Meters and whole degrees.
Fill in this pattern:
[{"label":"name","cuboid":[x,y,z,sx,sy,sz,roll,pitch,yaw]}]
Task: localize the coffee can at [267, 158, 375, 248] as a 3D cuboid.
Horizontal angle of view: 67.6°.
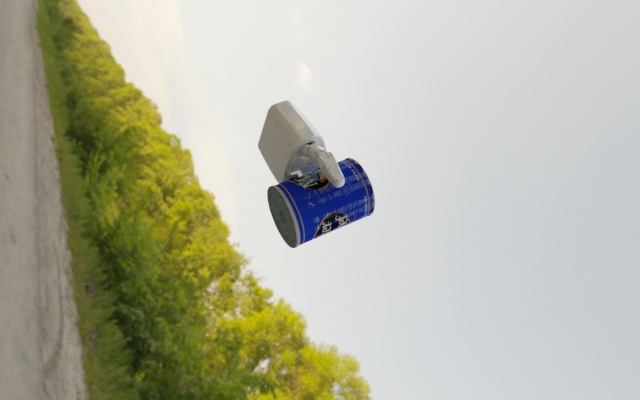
[{"label":"coffee can","cuboid":[0.000,0.003,0.756,0.140,0.103,0.103,-22,8,-21]}]
